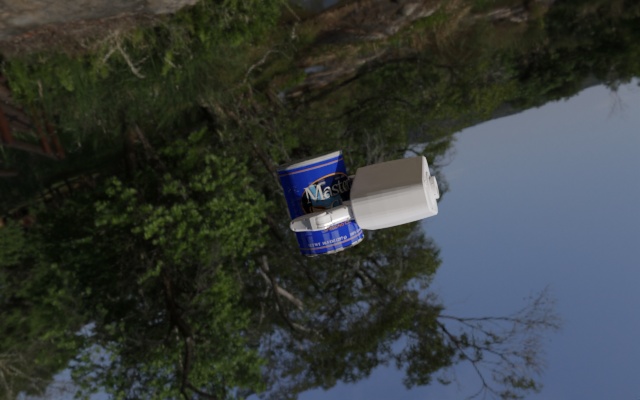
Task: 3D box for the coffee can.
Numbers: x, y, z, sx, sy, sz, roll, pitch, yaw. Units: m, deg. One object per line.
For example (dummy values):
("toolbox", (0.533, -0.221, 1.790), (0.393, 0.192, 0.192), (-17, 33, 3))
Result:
("coffee can", (0.000, 0.002, 0.732), (0.103, 0.140, 0.103), (-15, 8, 2))
